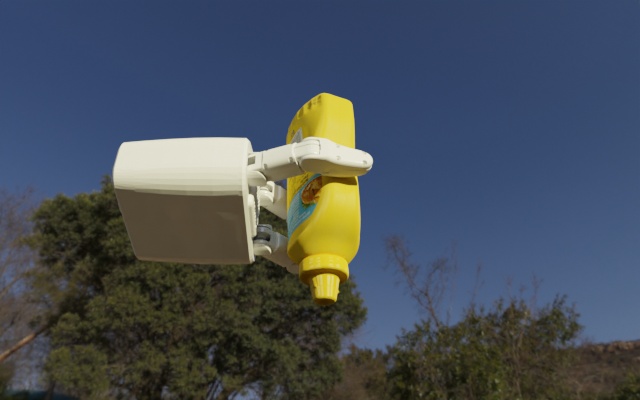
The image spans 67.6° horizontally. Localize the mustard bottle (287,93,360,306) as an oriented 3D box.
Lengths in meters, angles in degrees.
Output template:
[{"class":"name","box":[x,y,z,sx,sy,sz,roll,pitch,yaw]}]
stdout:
[{"class":"mustard bottle","box":[0.000,0.001,0.433,0.058,0.191,0.096,14,-37,-22]}]
